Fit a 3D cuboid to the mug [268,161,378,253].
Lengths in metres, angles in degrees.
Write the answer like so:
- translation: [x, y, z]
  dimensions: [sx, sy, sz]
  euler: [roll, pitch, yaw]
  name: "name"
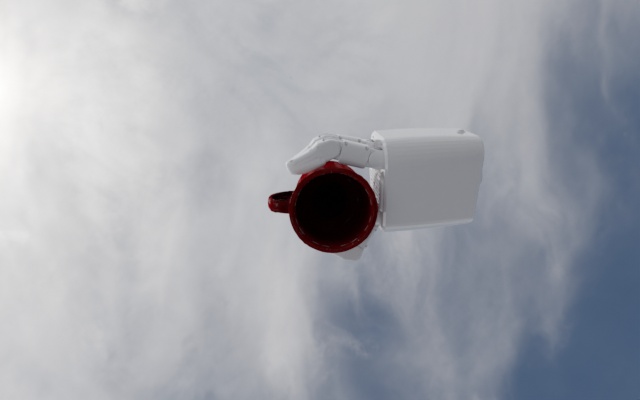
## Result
- translation: [-0.001, 0.002, 0.533]
  dimensions: [0.117, 0.093, 0.081]
  euler: [-2, 15, -2]
  name: "mug"
